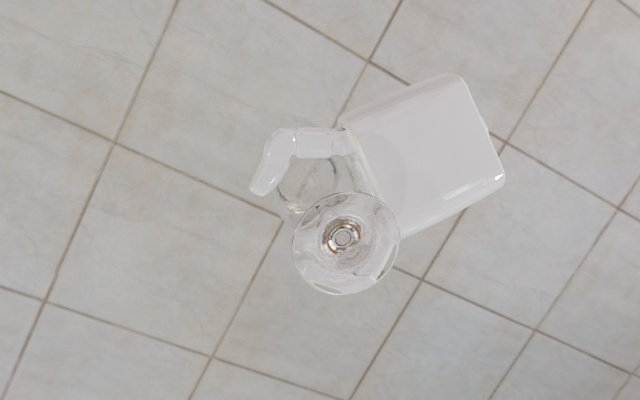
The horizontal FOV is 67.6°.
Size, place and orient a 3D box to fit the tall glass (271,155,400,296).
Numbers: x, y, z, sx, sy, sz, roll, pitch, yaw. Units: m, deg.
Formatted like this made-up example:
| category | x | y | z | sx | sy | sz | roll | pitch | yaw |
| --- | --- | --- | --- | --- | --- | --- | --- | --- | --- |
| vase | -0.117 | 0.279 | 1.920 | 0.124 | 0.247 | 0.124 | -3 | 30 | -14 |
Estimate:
| category | x | y | z | sx | sy | sz | roll | pitch | yaw |
| --- | --- | --- | --- | --- | --- | --- | --- | --- | --- |
| tall glass | 0.000 | 0.002 | 0.408 | 0.079 | 0.079 | 0.201 | 0 | 17 | -11 |
